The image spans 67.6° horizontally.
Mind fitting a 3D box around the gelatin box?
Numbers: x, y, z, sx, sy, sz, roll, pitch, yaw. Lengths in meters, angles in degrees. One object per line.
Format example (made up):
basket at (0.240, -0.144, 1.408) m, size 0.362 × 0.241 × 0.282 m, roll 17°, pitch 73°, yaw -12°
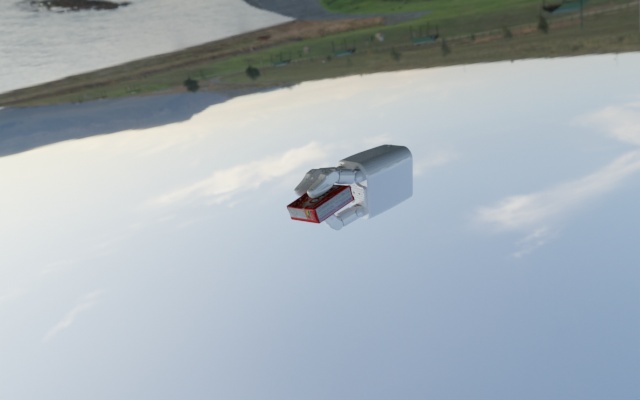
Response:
gelatin box at (0.000, 0.003, 0.792) m, size 0.089 × 0.030 × 0.073 m, roll -34°, pitch 25°, yaw -34°
